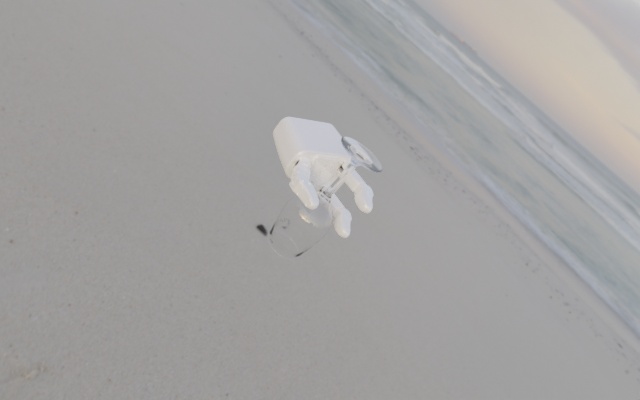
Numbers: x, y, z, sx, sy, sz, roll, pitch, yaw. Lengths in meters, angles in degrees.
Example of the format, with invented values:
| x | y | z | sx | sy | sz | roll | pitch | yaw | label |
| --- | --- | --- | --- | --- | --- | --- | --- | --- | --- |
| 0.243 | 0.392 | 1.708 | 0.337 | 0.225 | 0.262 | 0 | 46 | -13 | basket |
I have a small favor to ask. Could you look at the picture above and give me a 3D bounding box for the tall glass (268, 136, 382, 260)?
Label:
| x | y | z | sx | sy | sz | roll | pitch | yaw | label |
| --- | --- | --- | --- | --- | --- | --- | --- | --- | --- |
| 0.001 | 0.002 | 0.719 | 0.201 | 0.079 | 0.079 | -49 | -26 | 24 | tall glass |
